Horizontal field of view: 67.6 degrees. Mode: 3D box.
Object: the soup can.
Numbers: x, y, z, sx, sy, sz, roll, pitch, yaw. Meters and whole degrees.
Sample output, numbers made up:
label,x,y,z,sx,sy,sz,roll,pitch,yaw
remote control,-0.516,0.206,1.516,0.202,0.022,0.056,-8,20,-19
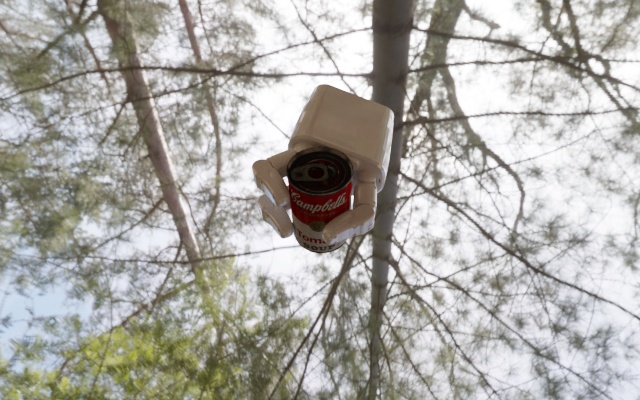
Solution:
label,x,y,z,sx,sy,sz,roll,pitch,yaw
soup can,0.000,0.002,0.515,0.068,0.068,0.102,0,-41,1
